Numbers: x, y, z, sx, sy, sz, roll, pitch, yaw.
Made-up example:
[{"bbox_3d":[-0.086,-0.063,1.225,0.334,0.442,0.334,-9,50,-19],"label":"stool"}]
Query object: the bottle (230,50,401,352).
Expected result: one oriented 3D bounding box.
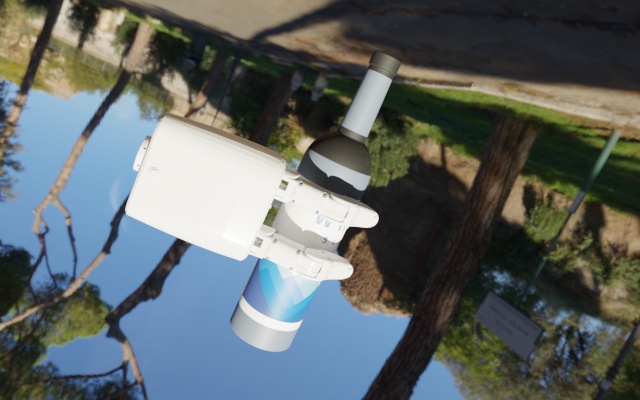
[{"bbox_3d":[0.000,0.002,0.457,0.069,0.296,0.069,24,11,-5],"label":"bottle"}]
